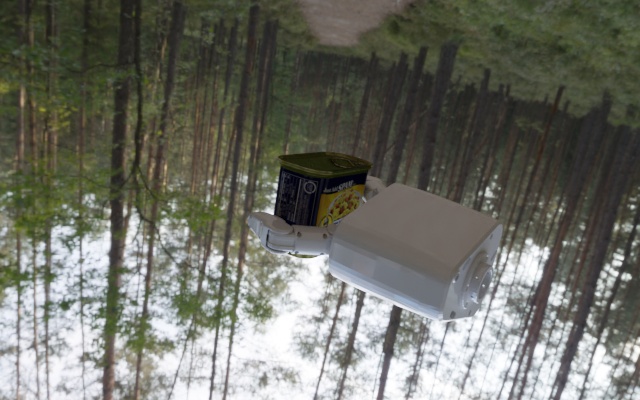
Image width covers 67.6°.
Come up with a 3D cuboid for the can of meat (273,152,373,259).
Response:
[{"bbox_3d":[0.000,0.002,0.459,0.057,0.084,0.102,20,19,31],"label":"can of meat"}]
